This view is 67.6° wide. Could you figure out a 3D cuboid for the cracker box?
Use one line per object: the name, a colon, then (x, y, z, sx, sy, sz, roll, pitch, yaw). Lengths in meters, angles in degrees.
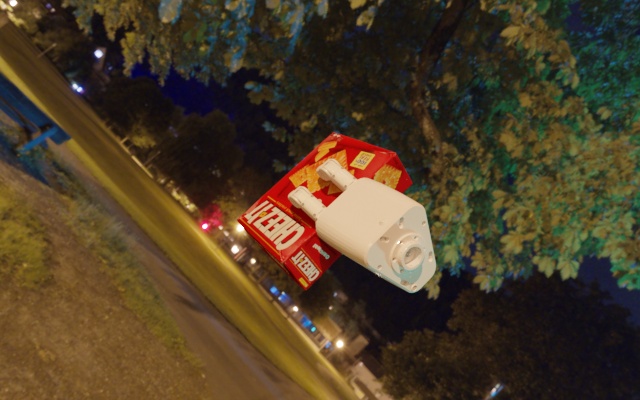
cracker box: (0.000, 0.002, 0.698, 0.213, 0.072, 0.164, -43, 34, -11)
